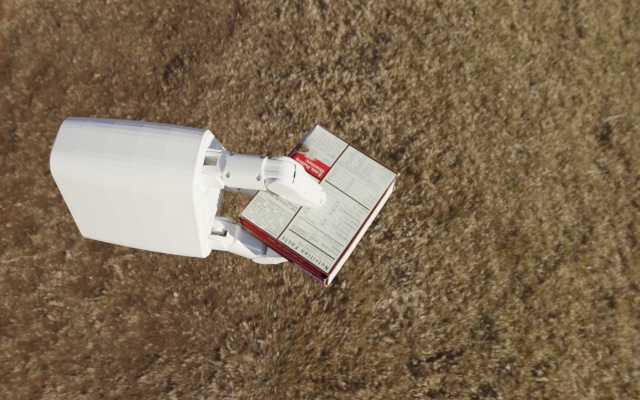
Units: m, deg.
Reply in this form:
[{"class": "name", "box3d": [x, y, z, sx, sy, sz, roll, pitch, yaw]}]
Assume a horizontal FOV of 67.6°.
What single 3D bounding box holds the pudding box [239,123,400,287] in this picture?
[{"class": "pudding box", "box3d": [0.000, 0.001, 0.405, 0.090, 0.113, 0.039, 34, -19, 9]}]
